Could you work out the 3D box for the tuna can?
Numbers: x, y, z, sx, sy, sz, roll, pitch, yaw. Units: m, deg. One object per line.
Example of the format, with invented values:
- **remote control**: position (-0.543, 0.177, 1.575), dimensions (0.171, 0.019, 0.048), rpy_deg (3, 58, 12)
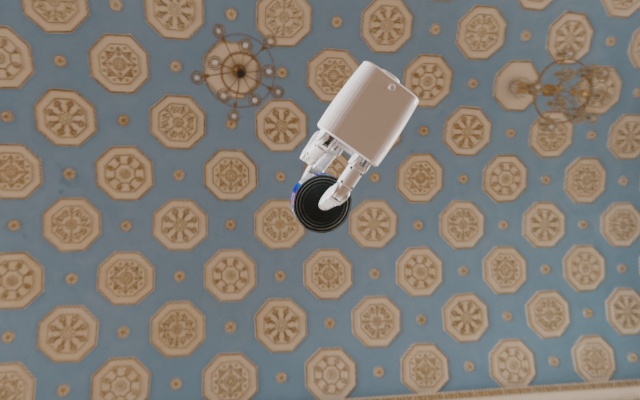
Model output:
- **tuna can**: position (0.000, 0.002, 0.698), dimensions (0.086, 0.086, 0.033), rpy_deg (0, 11, -13)
